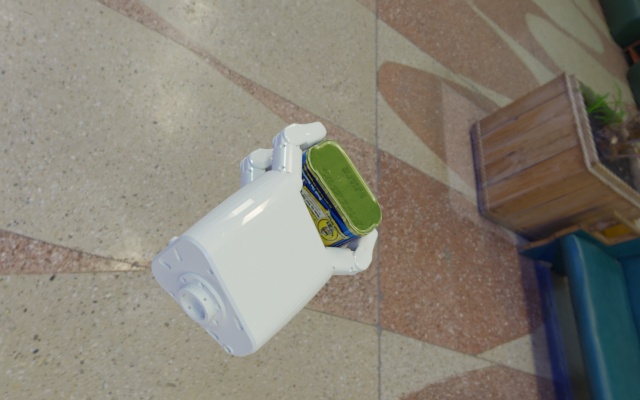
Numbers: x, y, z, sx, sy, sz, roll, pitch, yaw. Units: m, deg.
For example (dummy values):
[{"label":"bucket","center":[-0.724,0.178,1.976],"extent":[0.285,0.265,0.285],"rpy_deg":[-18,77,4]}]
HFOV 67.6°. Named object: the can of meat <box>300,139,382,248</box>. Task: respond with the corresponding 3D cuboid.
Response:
[{"label":"can of meat","center":[0.000,0.001,0.470],"extent":[0.084,0.102,0.057],"rpy_deg":[-31,4,46]}]
